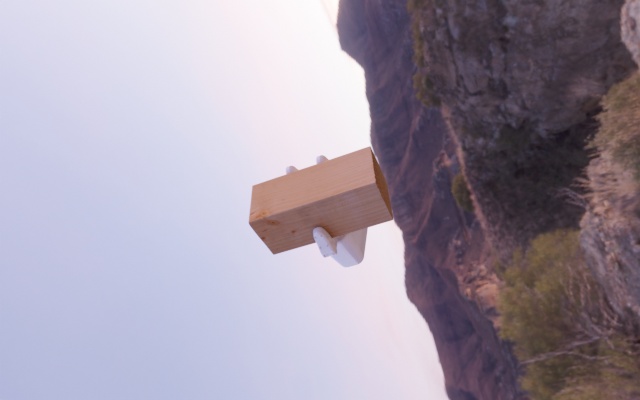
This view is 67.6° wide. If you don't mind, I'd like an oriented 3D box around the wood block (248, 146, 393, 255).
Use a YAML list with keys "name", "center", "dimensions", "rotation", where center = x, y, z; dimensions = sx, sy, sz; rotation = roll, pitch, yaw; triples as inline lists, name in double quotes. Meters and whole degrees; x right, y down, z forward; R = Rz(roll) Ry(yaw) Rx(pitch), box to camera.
- name: "wood block"
  center: [0.000, 0.003, 0.761]
  dimensions: [0.206, 0.090, 0.090]
  rotation: [-18, -47, 15]
